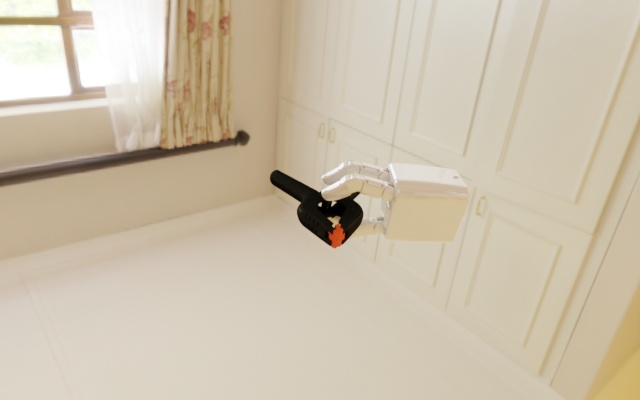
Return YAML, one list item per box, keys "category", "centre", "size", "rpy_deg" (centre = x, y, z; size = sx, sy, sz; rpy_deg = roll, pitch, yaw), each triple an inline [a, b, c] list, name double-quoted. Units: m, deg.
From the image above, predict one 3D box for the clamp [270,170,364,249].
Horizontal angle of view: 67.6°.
- category: "clamp"
  centre: [0.000, 0.003, 0.708]
  size: [0.164, 0.036, 0.210]
  rpy_deg: [3, 27, -2]
